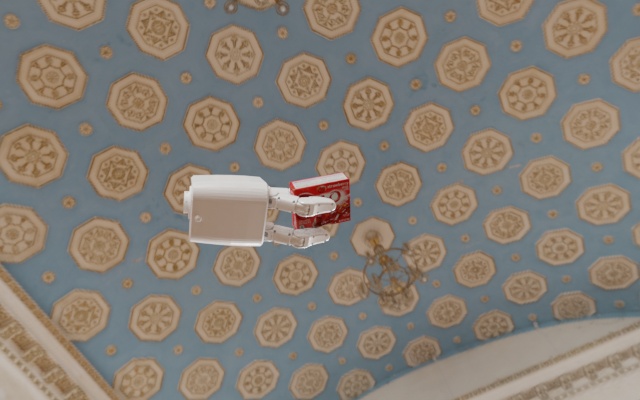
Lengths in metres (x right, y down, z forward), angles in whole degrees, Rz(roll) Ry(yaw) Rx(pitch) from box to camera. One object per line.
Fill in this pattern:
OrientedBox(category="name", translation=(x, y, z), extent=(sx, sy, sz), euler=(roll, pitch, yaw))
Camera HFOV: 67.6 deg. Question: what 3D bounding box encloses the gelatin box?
OrientedBox(category="gelatin box", translation=(0.000, 0.002, 0.722), extent=(0.089, 0.073, 0.030), euler=(-11, 29, -14))
